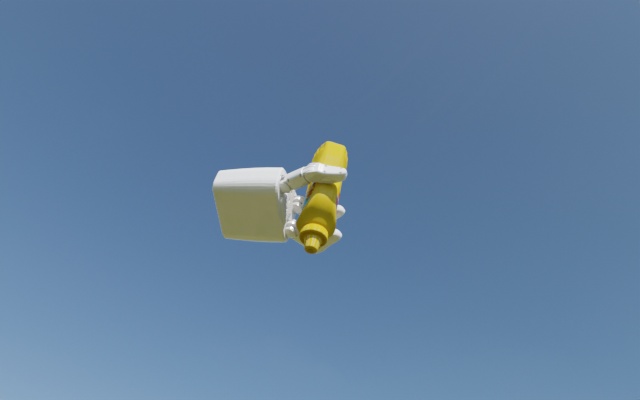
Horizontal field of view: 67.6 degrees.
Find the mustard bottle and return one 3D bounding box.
[{"bbox_3d":[0.000,0.002,0.731,0.058,0.191,0.096,17,-45,-5],"label":"mustard bottle"}]
